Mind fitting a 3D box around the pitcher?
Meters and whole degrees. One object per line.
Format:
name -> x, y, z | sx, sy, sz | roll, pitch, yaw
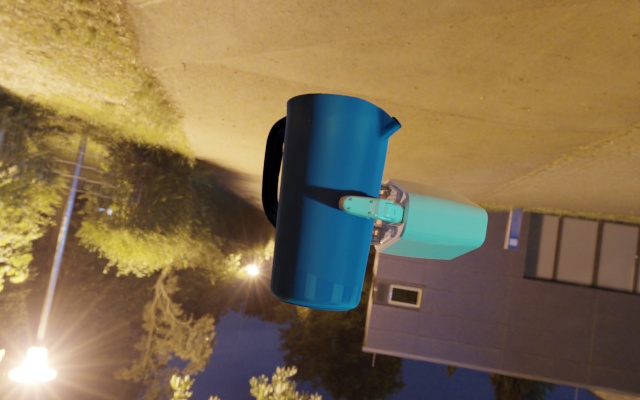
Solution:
pitcher -> 0.000, 0.002, 0.584 | 0.145, 0.243, 0.149 | 9, -4, -11
